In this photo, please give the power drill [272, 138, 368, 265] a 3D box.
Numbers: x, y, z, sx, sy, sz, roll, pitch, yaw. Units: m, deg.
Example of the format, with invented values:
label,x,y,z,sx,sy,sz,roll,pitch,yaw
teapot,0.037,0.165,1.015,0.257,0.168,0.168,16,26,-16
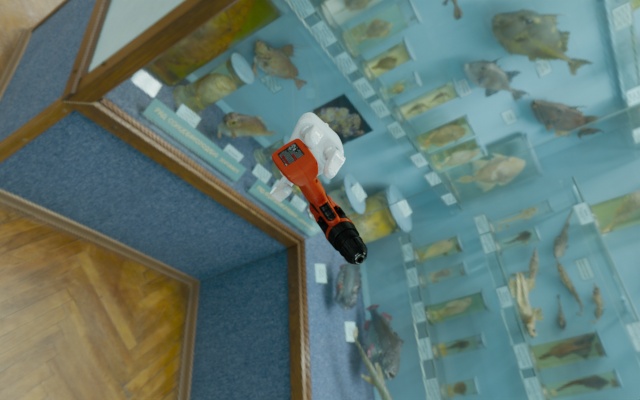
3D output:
label,x,y,z,sx,sy,sz,roll,pitch,yaw
power drill,0.000,0.002,0.776,0.057,0.188,0.184,-34,37,-4
